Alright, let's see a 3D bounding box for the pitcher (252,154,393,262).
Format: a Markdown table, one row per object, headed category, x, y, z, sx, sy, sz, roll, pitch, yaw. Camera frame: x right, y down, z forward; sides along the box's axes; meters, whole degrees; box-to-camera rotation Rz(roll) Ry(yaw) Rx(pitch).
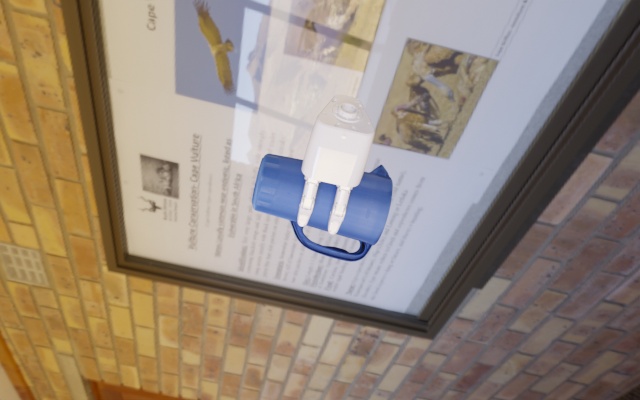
| category | x | y | z | sx | sy | sz | roll | pitch | yaw |
| --- | --- | --- | --- | --- | --- | --- | --- | --- | --- |
| pitcher | 0.000 | 0.003 | 0.878 | 0.243 | 0.149 | 0.145 | 13 | -46 | -4 |
